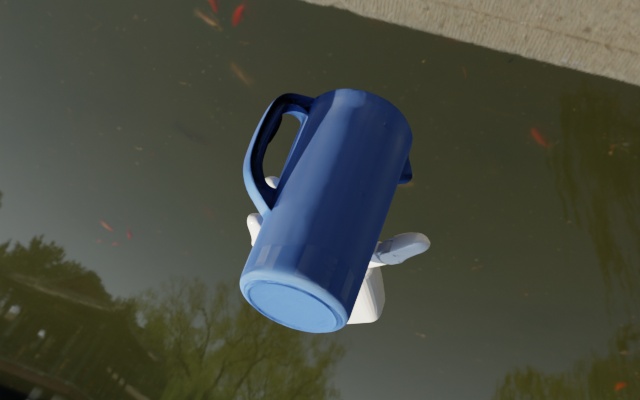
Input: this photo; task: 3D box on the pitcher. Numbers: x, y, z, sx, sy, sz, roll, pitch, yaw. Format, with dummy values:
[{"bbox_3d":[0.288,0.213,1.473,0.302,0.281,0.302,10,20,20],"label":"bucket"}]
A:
[{"bbox_3d":[0.000,0.002,0.501,0.149,0.242,0.145,5,-38,22],"label":"pitcher"}]
